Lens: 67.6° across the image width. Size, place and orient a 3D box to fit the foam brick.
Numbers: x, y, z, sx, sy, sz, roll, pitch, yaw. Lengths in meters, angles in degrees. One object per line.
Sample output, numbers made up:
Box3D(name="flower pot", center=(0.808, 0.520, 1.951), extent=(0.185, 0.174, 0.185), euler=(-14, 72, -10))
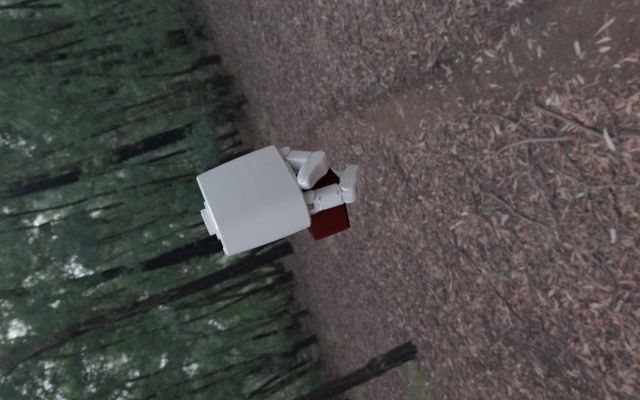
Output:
Box3D(name="foam brick", center=(0.000, 0.002, 0.618), extent=(0.051, 0.078, 0.053), euler=(-22, 37, -13))
